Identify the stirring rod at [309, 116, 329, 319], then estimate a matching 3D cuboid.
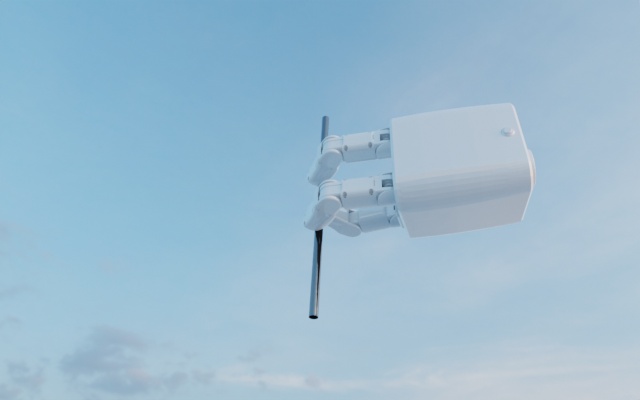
[{"bbox_3d":[0.000,0.002,0.465,0.011,0.239,0.011,2,-38,2],"label":"stirring rod"}]
